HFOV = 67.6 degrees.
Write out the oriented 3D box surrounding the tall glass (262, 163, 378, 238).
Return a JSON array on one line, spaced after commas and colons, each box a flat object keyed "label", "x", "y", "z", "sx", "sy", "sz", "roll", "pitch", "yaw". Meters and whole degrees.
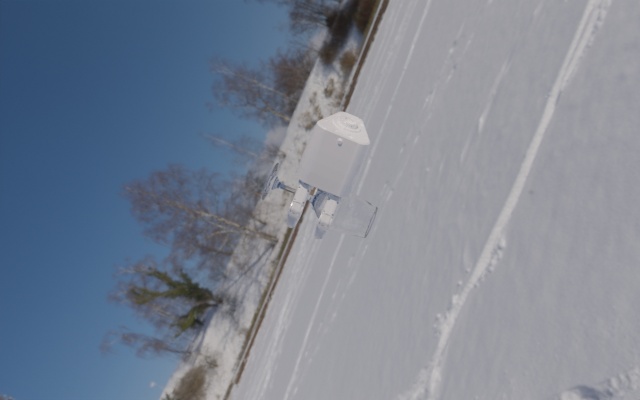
[{"label": "tall glass", "x": -0.001, "y": 0.003, "z": 0.870, "sx": 0.201, "sy": 0.079, "sz": 0.079, "roll": 23, "pitch": 0, "yaw": 1}]
